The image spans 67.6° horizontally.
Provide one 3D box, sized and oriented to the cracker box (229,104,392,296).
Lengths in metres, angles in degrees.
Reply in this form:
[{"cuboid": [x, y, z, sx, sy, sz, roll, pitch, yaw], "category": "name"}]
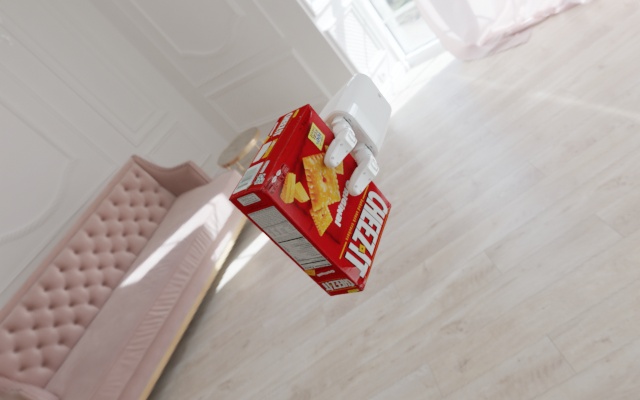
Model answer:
[{"cuboid": [0.000, 0.002, 0.658, 0.072, 0.164, 0.214, -16, -53, 42], "category": "cracker box"}]
